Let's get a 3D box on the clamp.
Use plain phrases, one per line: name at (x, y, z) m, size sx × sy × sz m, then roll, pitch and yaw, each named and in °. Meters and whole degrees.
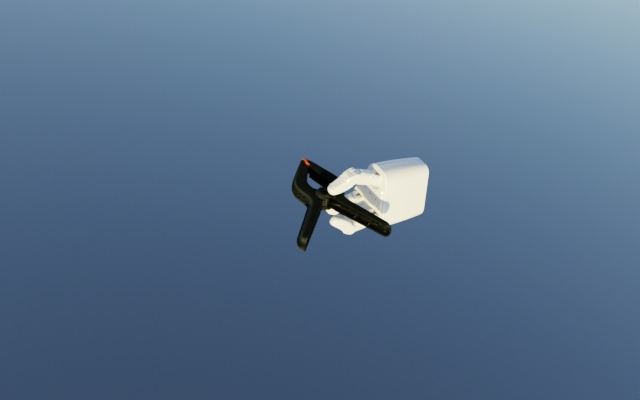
clamp at (0.000, 0.002, 0.810) m, size 0.164 × 0.036 × 0.210 m, roll -12°, pitch 47°, yaw -29°
